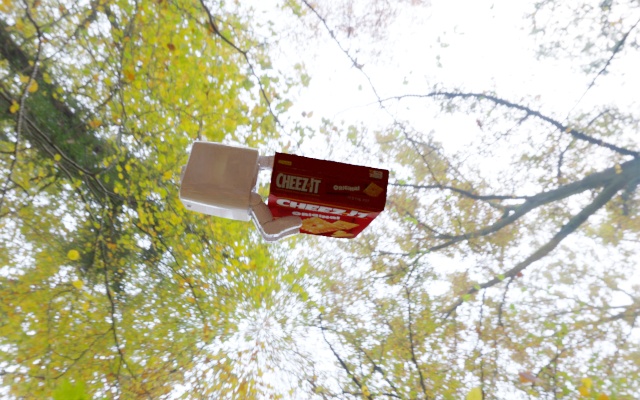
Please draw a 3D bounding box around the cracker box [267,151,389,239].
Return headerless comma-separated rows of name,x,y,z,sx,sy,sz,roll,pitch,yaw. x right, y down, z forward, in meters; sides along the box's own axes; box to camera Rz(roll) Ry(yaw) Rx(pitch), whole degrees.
cracker box,0.000,0.002,0.753,0.164,0.072,0.214,8,-16,-5
